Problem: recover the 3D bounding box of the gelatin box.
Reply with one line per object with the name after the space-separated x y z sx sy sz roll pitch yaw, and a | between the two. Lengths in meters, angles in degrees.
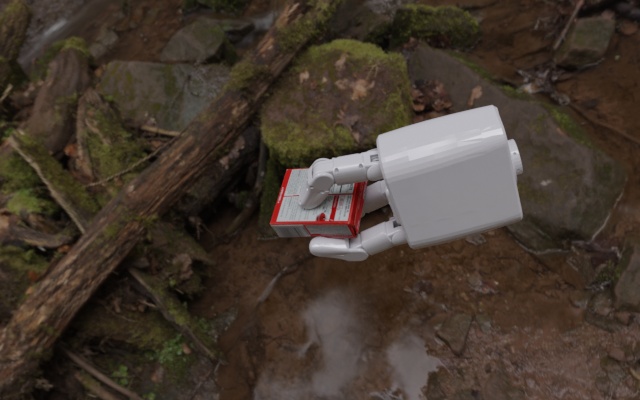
0.000 0.001 0.494 0.089 0.073 0.030 -2 -36 22 | gelatin box
